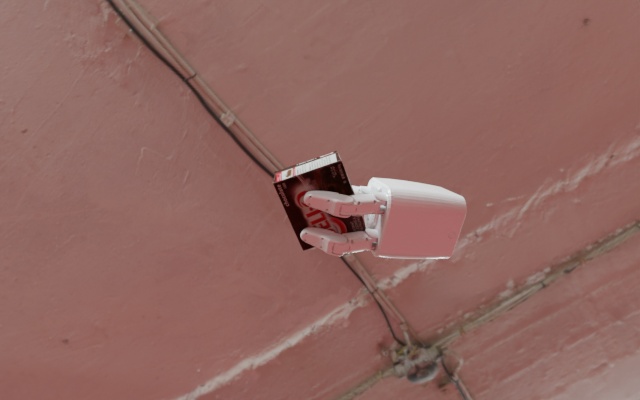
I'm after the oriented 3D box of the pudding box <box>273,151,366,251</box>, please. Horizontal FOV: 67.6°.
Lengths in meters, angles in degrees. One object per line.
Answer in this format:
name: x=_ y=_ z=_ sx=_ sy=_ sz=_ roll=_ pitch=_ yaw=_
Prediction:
pudding box: x=0.000 y=0.002 z=0.617 sx=0.090 sy=0.113 sz=0.039 roll=-19 pitch=28 yaw=6
